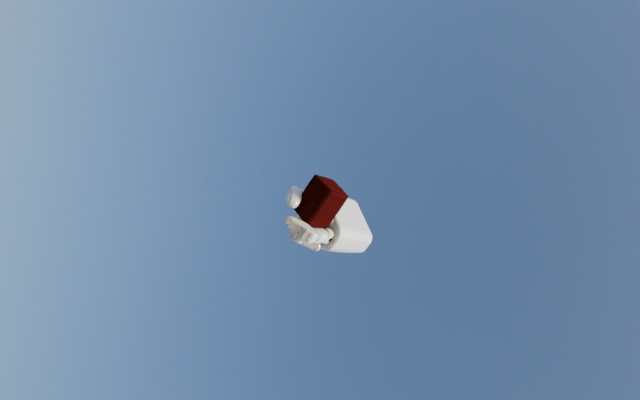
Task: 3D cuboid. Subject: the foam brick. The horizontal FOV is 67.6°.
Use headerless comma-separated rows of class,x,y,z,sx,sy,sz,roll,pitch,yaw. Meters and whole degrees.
foam brick,0.000,0.003,0.834,0.051,0.078,0.053,14,28,-46
